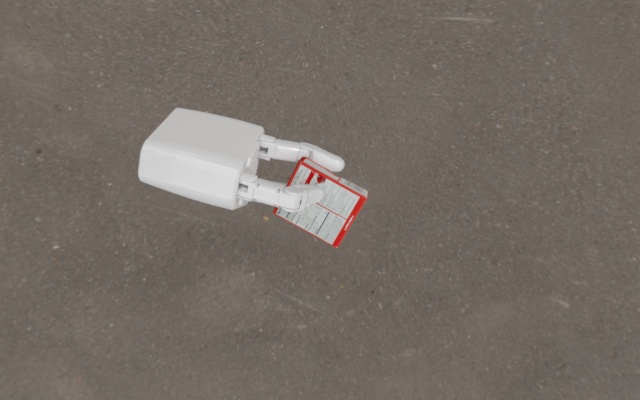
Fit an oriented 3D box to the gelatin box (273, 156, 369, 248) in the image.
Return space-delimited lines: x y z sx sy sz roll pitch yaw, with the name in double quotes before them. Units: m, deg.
"gelatin box" 0.000 0.002 0.557 0.089 0.073 0.030 29 20 0
